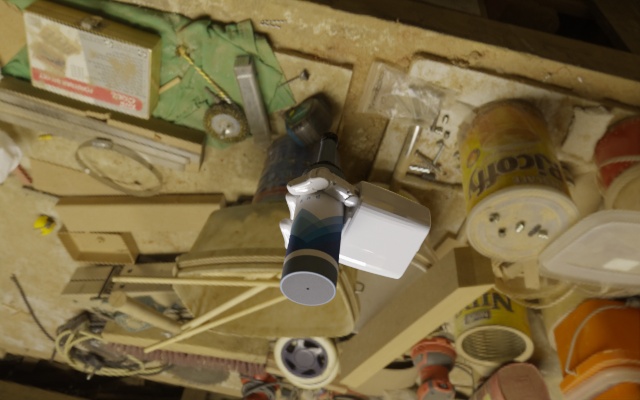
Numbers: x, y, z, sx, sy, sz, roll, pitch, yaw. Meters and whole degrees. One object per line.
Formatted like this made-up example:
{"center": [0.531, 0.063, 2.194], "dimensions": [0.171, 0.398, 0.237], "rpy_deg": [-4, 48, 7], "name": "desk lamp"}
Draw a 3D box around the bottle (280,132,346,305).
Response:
{"center": [0.000, 0.002, 0.660], "dimensions": [0.069, 0.069, 0.295], "rpy_deg": [0, 44, 8], "name": "bottle"}
